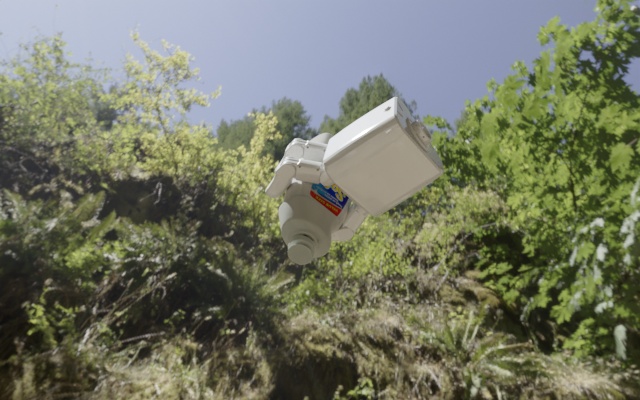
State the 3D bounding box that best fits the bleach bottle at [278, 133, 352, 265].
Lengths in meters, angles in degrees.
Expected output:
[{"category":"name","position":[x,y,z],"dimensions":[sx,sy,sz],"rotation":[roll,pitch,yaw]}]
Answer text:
[{"category":"bleach bottle","position":[0.000,0.002,0.636],"dimensions":[0.068,0.102,0.250],"rotation":[-32,21,25]}]
